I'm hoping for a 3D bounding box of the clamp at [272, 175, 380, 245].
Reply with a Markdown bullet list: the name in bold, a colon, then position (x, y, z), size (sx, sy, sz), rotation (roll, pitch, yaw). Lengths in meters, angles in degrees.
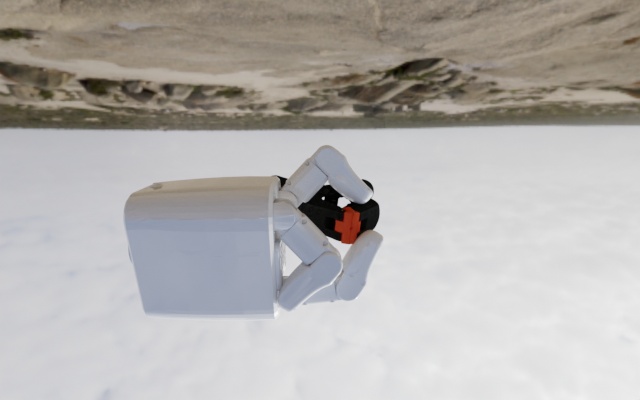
- **clamp**: position (0.000, 0.002, 0.460), size (0.120, 0.039, 0.171), rotation (-2, 11, -1)
